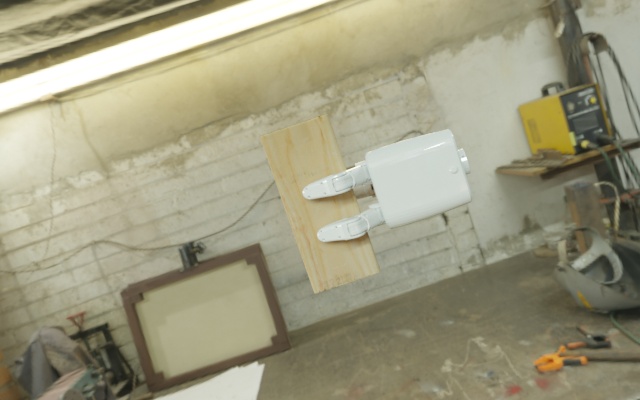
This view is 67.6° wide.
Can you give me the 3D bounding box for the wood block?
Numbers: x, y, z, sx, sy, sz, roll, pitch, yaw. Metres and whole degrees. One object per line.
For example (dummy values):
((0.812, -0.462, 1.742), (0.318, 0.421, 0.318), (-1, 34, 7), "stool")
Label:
((0.000, 0.002, 0.625), (0.090, 0.206, 0.091), (-18, 5, 2), "wood block")
